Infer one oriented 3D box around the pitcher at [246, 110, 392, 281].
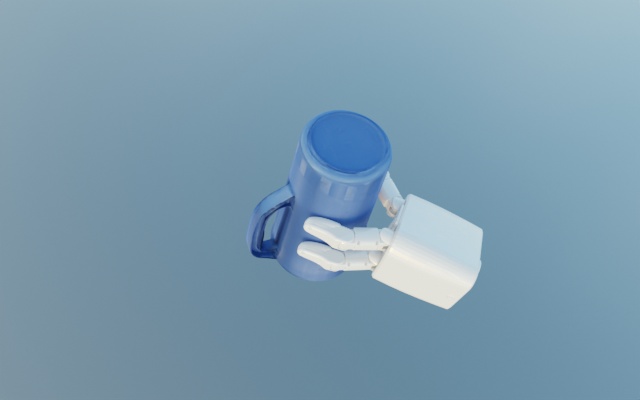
[{"bbox_3d":[0.000,0.002,0.628,0.145,0.149,0.243,26,-34,6],"label":"pitcher"}]
